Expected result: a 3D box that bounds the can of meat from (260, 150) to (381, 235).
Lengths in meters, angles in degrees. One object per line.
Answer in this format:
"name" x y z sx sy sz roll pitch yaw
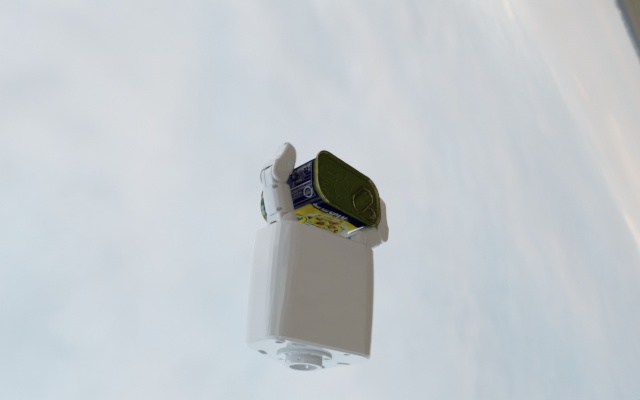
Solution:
"can of meat" 0.000 0.002 0.503 0.084 0.057 0.102 -24 -36 35
